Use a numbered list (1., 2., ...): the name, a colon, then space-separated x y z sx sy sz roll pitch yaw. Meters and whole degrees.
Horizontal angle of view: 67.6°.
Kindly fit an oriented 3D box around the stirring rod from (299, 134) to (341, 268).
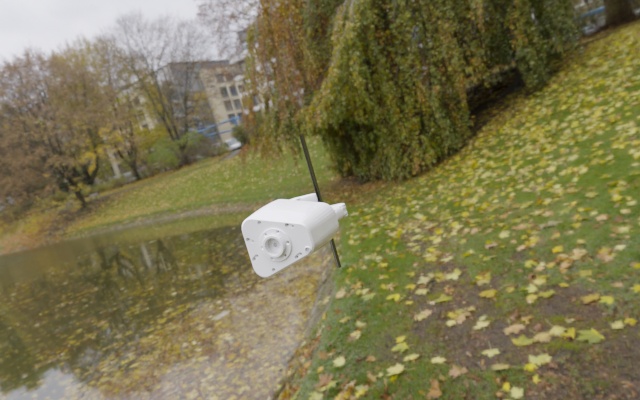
1. stirring rod: 0.000 0.003 0.824 0.011 0.239 0.011 -16 7 2
